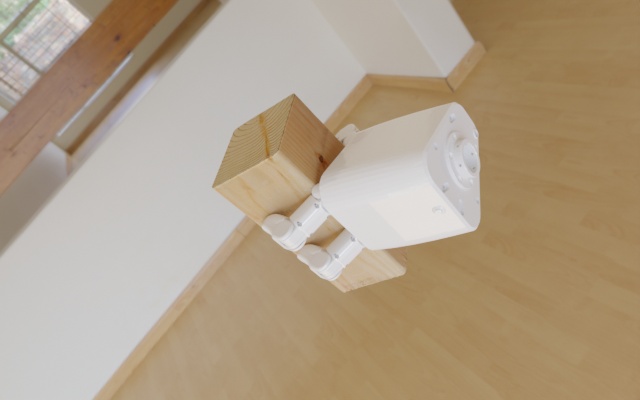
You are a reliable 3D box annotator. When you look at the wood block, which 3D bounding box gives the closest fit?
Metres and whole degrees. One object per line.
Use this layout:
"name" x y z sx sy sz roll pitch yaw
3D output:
"wood block" 0.000 0.001 0.509 0.090 0.090 0.206 -24 -52 33
